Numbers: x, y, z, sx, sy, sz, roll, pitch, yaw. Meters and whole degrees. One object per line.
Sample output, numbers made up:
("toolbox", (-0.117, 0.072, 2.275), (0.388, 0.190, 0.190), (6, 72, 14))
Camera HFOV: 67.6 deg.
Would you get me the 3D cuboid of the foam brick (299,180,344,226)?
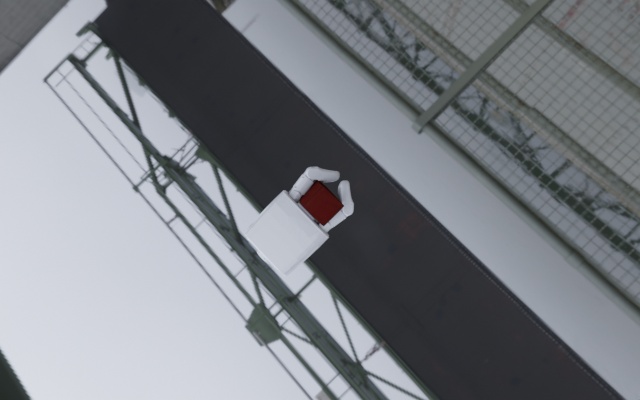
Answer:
("foam brick", (0.000, 0.003, 0.827), (0.053, 0.051, 0.078), (45, 1, -12))
